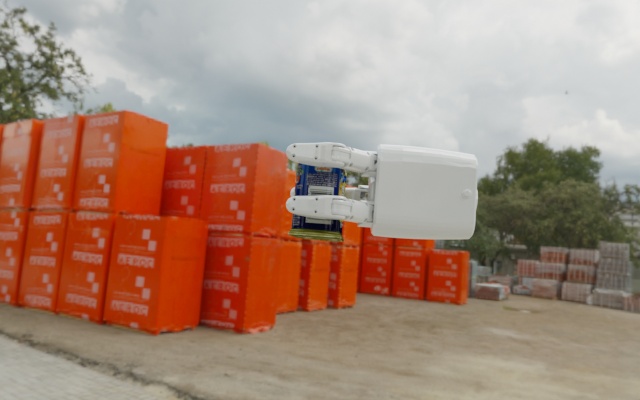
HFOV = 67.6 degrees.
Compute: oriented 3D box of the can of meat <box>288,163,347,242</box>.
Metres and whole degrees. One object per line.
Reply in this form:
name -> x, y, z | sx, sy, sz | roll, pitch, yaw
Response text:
can of meat -> 0.000, 0.001, 0.542 | 0.057, 0.084, 0.102 | 4, -7, 6
